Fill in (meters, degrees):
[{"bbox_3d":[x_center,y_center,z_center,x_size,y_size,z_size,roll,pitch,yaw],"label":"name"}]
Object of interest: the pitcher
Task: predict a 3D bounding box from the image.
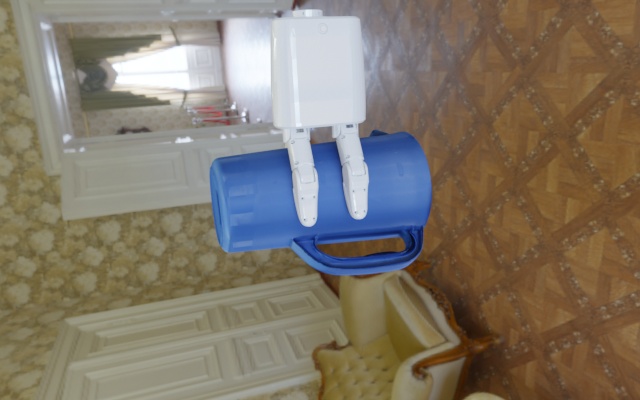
[{"bbox_3d":[0.000,0.002,0.562,0.243,0.145,0.149,-7,19,-16],"label":"pitcher"}]
